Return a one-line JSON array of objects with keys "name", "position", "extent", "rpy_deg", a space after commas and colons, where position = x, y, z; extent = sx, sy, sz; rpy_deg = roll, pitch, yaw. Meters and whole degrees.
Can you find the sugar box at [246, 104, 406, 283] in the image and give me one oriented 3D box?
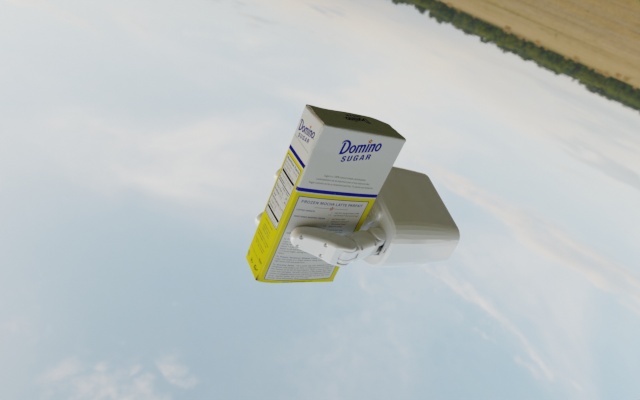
[{"name": "sugar box", "position": [0.000, 0.001, 0.456], "extent": [0.093, 0.176, 0.048], "rpy_deg": [5, 31, -34]}]
